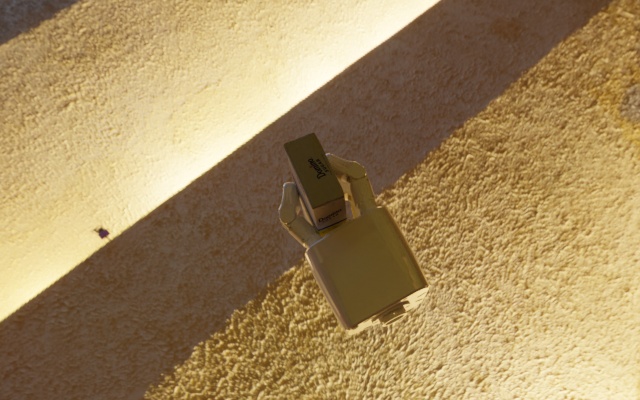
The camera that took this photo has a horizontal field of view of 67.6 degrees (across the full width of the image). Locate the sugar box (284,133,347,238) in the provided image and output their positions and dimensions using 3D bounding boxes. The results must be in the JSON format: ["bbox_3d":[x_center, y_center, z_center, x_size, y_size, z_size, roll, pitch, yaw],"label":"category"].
[{"bbox_3d":[0.001,0.002,0.604,0.048,0.093,0.176,-22,-25,-7],"label":"sugar box"}]
